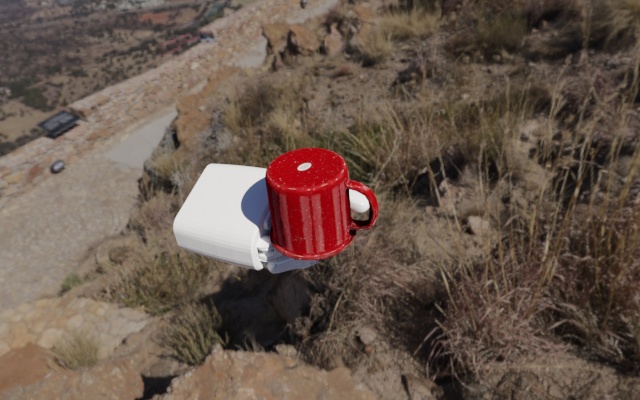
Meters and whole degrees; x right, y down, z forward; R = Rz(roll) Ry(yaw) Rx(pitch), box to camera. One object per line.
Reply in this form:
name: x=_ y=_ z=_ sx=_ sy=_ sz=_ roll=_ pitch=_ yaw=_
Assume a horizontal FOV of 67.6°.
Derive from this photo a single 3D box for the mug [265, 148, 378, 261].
mug: x=0.001 y=0.002 z=0.480 sx=0.117 sy=0.082 sz=0.093 roll=8 pitch=38 yaw=18
